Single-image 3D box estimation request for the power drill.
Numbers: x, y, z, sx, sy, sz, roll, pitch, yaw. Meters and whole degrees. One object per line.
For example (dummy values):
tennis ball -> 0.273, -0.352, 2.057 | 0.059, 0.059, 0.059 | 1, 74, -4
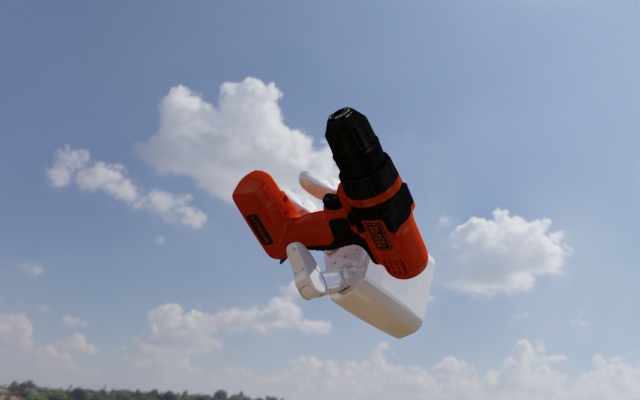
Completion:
power drill -> 0.000, 0.002, 0.480 | 0.187, 0.184, 0.057 | -2, 36, 40
